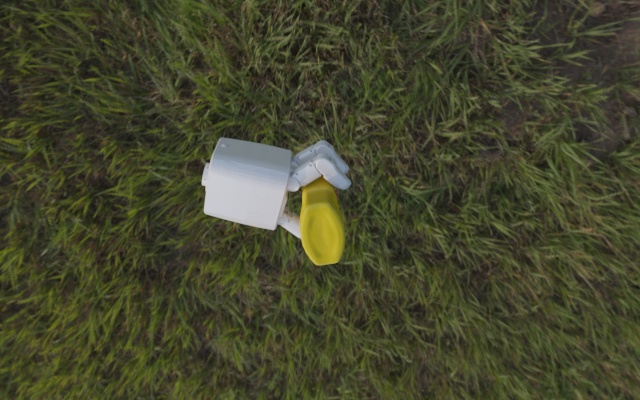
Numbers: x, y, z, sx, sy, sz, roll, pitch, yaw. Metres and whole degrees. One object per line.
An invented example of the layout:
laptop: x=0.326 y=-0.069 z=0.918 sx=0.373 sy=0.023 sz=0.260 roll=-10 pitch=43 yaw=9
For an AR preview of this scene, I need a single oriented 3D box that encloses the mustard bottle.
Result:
mustard bottle: x=0.000 y=0.002 z=0.688 sx=0.058 sy=0.096 sz=0.191 roll=-10 pitch=27 yaw=3
